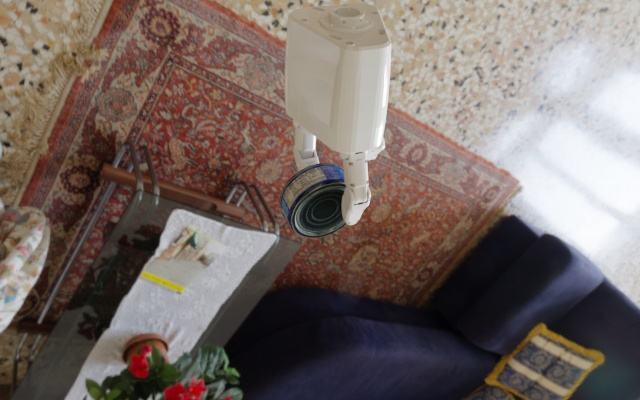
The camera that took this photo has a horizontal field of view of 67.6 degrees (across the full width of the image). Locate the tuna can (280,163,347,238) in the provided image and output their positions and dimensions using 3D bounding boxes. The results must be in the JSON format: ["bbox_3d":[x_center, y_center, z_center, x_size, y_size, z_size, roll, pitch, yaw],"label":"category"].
[{"bbox_3d":[0.000,0.002,0.533,0.086,0.086,0.033,0,41,-30],"label":"tuna can"}]
